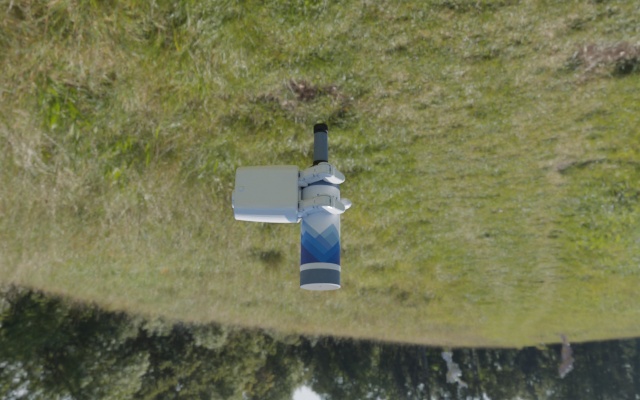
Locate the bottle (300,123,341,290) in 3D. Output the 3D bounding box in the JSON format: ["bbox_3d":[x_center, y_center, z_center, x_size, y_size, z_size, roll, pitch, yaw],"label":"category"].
[{"bbox_3d":[0.000,0.003,0.827,0.069,0.295,0.069,0,-20,0],"label":"bottle"}]
